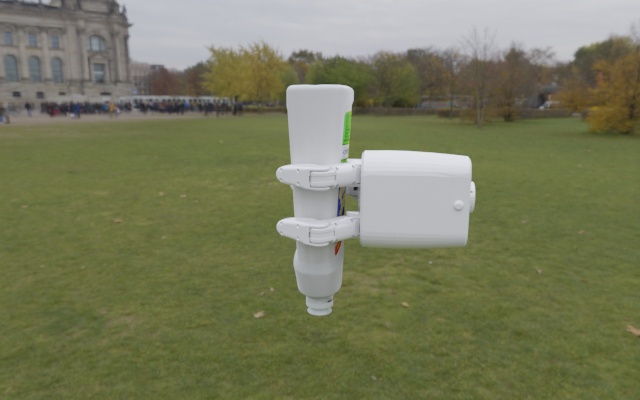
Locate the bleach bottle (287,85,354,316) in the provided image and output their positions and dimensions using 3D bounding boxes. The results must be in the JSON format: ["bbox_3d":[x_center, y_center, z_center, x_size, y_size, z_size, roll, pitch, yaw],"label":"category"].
[{"bbox_3d":[0.000,0.002,0.531,0.068,0.251,0.102,2,12,9],"label":"bleach bottle"}]
